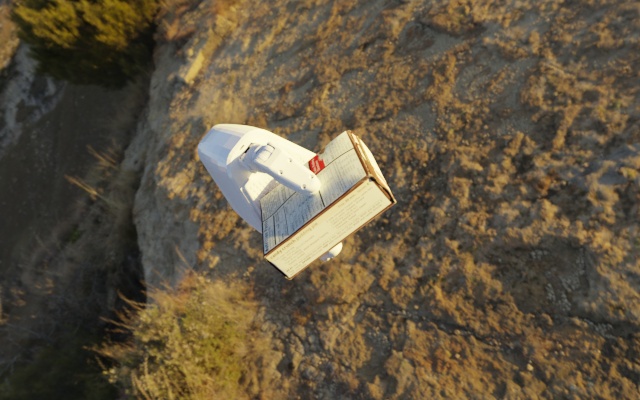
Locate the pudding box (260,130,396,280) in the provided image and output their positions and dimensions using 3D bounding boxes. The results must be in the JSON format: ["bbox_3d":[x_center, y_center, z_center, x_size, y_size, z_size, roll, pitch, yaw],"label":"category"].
[{"bbox_3d":[0.000,0.001,0.409,0.039,0.113,0.090,42,17,-29],"label":"pudding box"}]
